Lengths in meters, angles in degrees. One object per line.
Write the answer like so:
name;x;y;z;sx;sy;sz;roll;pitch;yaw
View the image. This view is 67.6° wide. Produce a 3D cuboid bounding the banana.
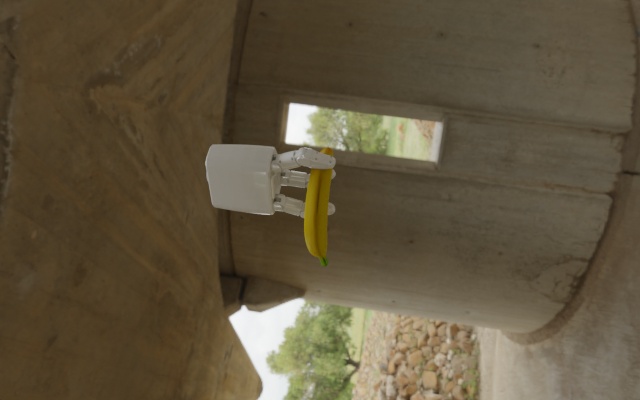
banana;-0.003;0.002;0.758;0.037;0.197;0.070;3;-11;8
